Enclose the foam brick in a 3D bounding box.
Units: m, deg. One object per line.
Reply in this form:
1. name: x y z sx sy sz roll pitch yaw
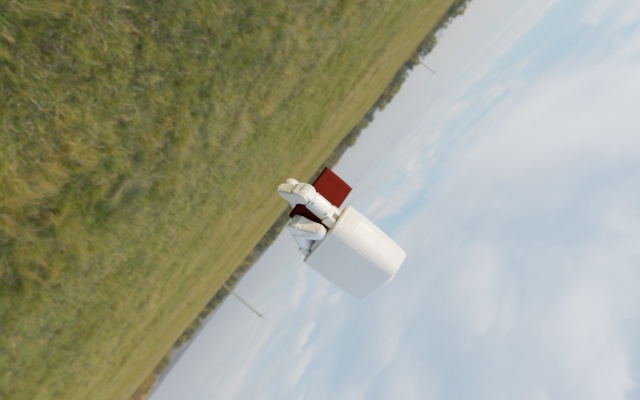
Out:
1. foam brick: 0.000 0.002 0.694 0.051 0.078 0.053 37 -27 -1
